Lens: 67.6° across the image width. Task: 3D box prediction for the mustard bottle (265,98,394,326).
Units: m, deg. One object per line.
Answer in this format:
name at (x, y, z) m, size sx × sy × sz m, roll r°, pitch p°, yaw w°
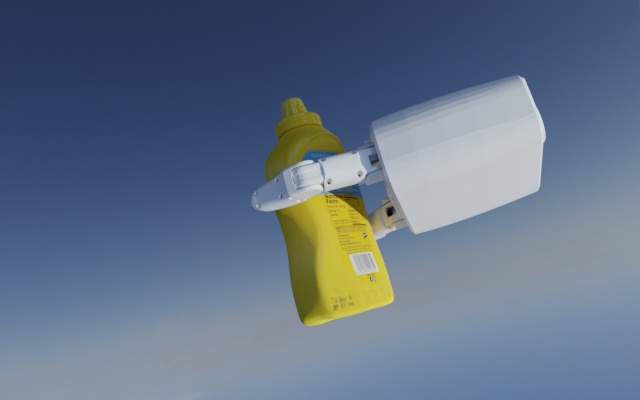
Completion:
mustard bottle at (0.000, 0.002, 0.402) m, size 0.058 × 0.191 × 0.096 m, roll -26°, pitch -17°, yaw 36°
